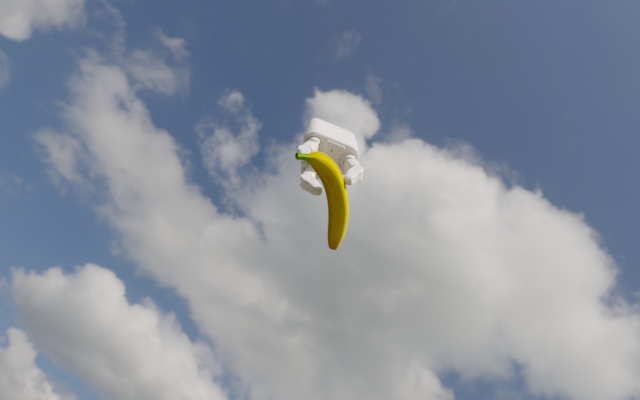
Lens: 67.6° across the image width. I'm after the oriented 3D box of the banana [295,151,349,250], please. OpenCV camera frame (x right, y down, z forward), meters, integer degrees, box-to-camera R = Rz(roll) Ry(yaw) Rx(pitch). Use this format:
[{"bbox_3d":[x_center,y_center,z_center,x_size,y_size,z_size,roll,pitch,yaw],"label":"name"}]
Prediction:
[{"bbox_3d":[0.015,-0.008,0.833,0.069,0.198,0.037,-26,24,-12],"label":"banana"}]
